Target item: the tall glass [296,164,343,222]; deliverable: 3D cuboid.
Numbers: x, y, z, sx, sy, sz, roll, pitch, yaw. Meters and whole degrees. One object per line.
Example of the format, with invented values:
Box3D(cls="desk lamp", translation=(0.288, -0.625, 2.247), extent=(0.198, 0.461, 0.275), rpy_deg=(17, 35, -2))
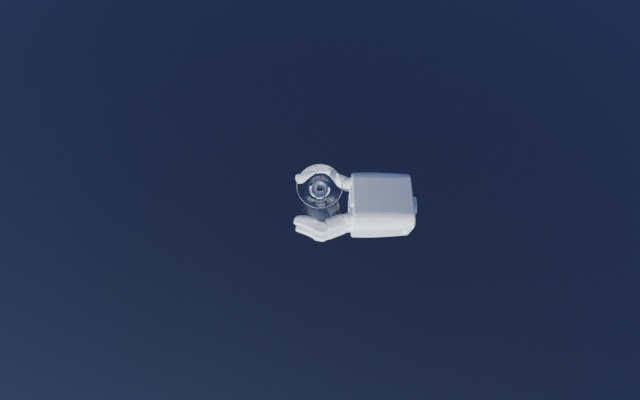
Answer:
Box3D(cls="tall glass", translation=(0.000, 0.003, 0.855), extent=(0.079, 0.079, 0.201), rpy_deg=(0, -15, 0))
